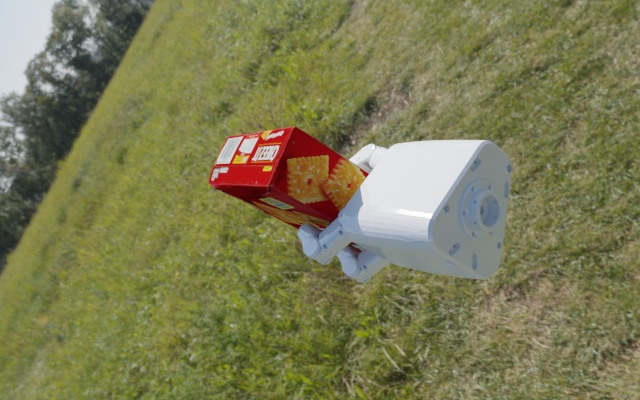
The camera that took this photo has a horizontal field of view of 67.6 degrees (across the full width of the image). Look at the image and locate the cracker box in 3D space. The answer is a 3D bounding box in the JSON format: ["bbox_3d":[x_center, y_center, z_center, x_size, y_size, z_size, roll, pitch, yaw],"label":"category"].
[{"bbox_3d":[0.000,0.002,0.543,0.214,0.072,0.164,30,-13,-31],"label":"cracker box"}]
